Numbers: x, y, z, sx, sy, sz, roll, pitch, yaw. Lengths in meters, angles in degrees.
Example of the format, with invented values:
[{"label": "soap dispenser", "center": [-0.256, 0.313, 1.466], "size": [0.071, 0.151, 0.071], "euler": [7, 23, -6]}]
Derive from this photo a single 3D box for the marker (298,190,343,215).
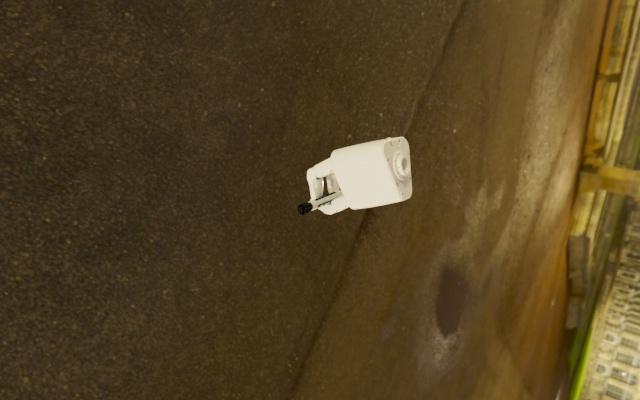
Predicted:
[{"label": "marker", "center": [0.000, 0.003, 0.861], "size": [0.020, 0.020, 0.121], "euler": [0, 13, 38]}]
